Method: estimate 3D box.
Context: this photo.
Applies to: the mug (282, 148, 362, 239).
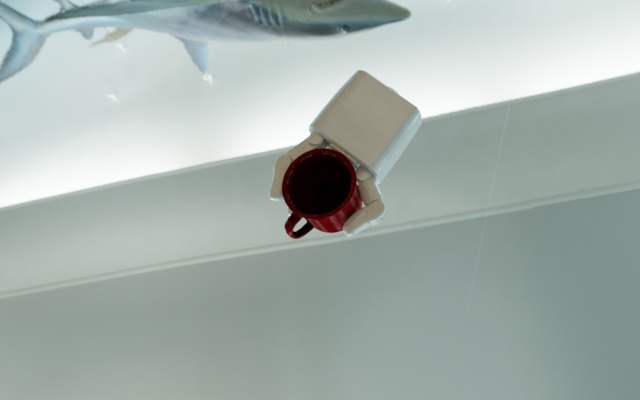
[{"bbox_3d":[-0.001,0.003,0.606,0.093,0.117,0.081,35,-8,24],"label":"mug"}]
